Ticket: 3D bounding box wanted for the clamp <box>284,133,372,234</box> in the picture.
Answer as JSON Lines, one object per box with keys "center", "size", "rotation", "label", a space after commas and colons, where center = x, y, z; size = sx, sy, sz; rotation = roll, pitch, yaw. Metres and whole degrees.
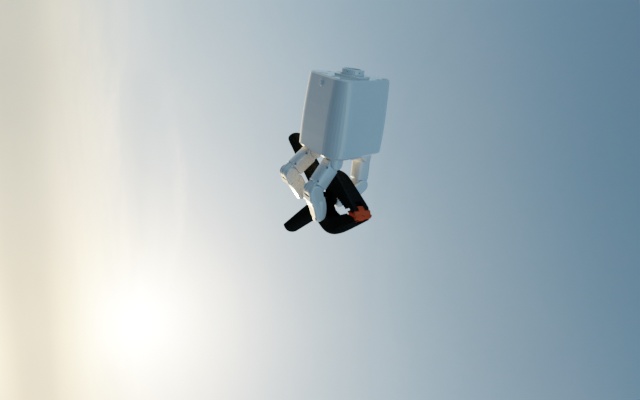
{"center": [0.001, 0.002, 0.715], "size": [0.036, 0.165, 0.210], "rotation": [-6, 25, -32], "label": "clamp"}
